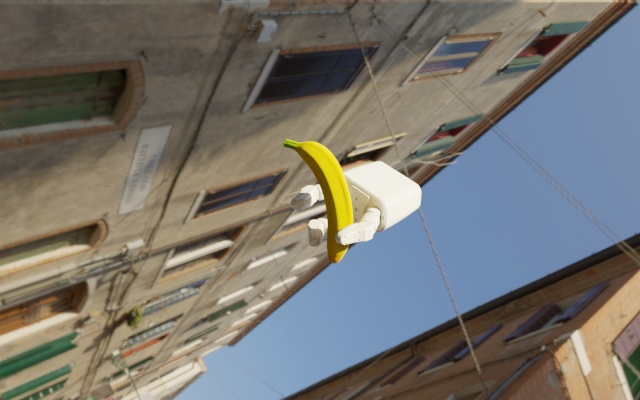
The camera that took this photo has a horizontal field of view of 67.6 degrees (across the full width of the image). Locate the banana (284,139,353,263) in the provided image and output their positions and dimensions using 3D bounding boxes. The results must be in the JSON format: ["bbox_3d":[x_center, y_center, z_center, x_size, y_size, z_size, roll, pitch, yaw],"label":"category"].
[{"bbox_3d":[0.012,-0.004,0.687,0.069,0.198,0.037,-12,11,43],"label":"banana"}]
